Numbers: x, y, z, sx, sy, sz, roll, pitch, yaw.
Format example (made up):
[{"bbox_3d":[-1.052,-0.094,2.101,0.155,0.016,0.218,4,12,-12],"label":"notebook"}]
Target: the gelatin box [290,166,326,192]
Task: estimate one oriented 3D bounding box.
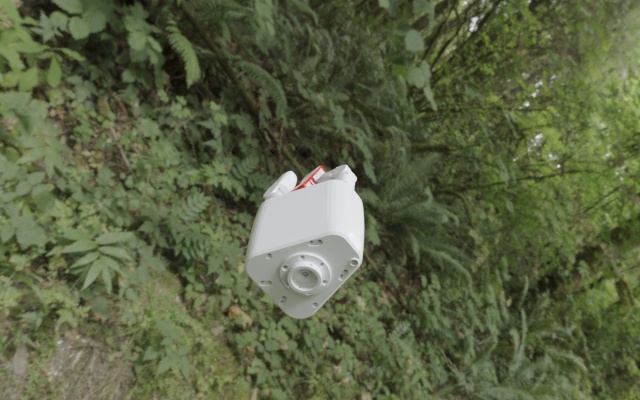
[{"bbox_3d":[0.001,0.002,0.621,0.030,0.073,0.089,-32,8,23],"label":"gelatin box"}]
